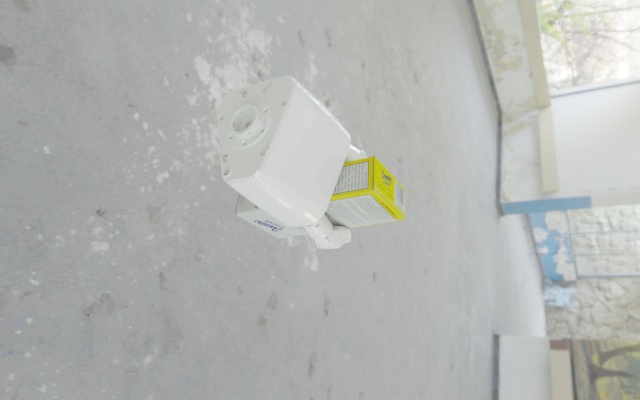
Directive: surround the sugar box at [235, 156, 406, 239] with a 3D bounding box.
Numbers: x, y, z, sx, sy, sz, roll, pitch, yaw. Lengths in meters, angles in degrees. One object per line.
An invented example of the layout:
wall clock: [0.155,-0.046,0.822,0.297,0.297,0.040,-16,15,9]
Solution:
sugar box: [0.000,0.001,0.550,0.176,0.048,0.093,-7,-26,29]
